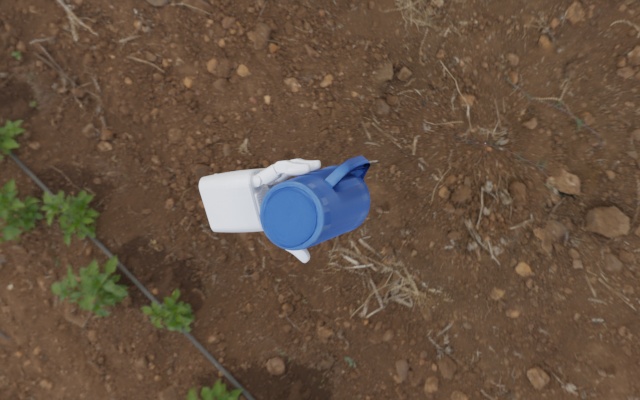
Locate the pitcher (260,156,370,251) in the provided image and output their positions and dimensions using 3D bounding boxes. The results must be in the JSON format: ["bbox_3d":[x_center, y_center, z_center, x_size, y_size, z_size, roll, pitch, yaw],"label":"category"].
[{"bbox_3d":[0.000,0.003,0.826,0.145,0.149,0.243,-2,6,20],"label":"pitcher"}]
